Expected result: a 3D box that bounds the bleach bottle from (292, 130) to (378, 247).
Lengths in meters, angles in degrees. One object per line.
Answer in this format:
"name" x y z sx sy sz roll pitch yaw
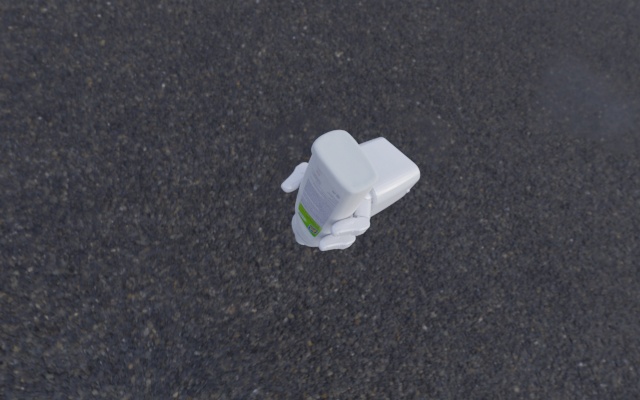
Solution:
"bleach bottle" 0.000 0.003 0.751 0.068 0.102 0.251 -28 -15 -29
